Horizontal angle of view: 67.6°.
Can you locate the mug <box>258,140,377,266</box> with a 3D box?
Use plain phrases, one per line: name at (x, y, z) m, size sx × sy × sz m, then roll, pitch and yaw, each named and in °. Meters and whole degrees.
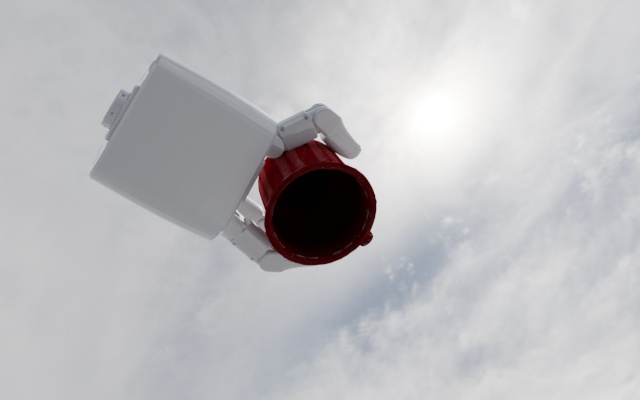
mug at (0.001, 0.002, 0.420) m, size 0.117 × 0.093 × 0.081 m, roll 32°, pitch 13°, yaw -27°
